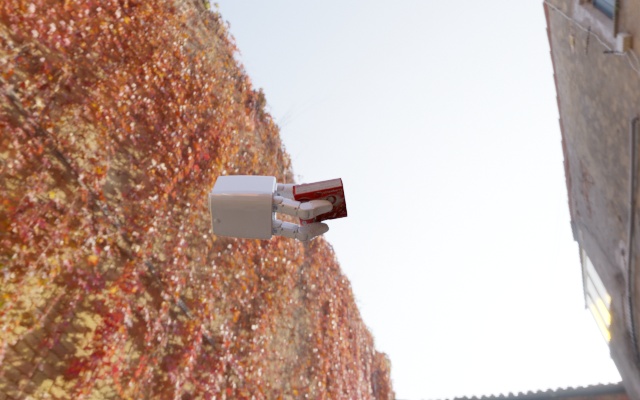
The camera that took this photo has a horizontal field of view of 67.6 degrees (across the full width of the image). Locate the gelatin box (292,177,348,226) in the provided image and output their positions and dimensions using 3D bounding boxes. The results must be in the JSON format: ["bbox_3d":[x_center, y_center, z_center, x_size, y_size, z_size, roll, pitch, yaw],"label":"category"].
[{"bbox_3d":[0.000,0.002,0.841,0.089,0.073,0.030,-10,39,1],"label":"gelatin box"}]
